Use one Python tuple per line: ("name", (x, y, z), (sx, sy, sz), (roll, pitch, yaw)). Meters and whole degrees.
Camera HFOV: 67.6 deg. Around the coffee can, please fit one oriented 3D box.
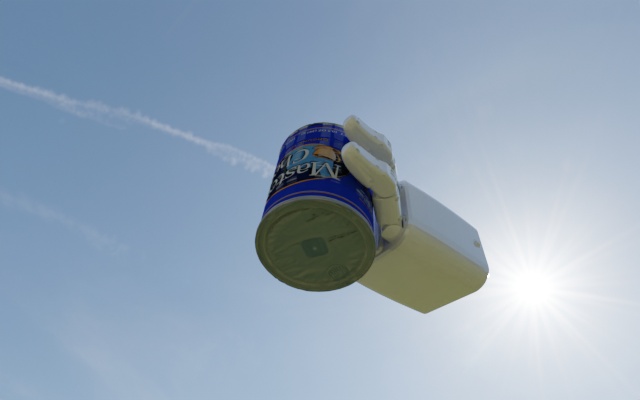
("coffee can", (0.000, 0.002, 0.458), (0.103, 0.103, 0.140), (0, 35, 5))
